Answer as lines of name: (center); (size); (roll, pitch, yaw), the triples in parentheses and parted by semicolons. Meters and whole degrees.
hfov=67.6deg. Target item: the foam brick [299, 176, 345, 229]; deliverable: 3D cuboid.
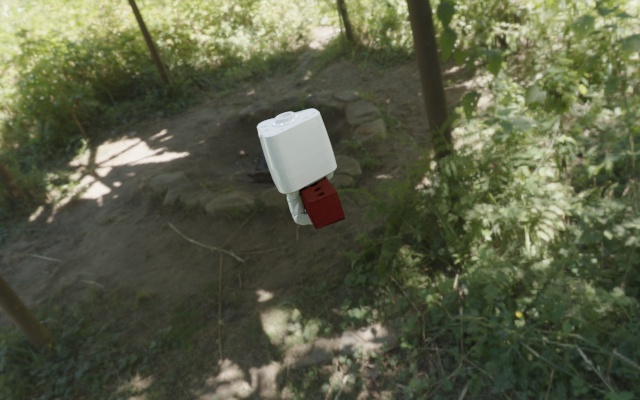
foam brick: (0.000, 0.003, 0.795); (0.053, 0.051, 0.078); (-21, 27, -8)
